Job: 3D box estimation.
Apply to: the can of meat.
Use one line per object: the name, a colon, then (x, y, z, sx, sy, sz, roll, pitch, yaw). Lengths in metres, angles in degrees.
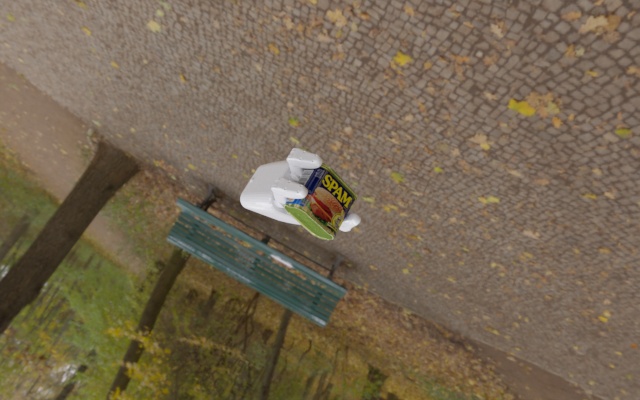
can of meat: (0.000, 0.003, 0.756, 0.057, 0.084, 0.102, 4, -32, 49)
